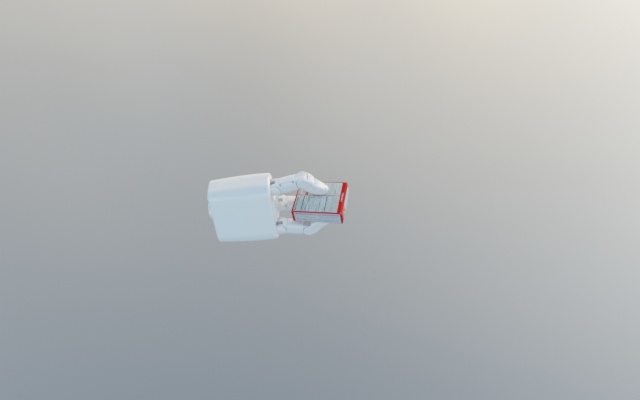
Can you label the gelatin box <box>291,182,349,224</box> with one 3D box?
[{"bbox_3d":[0.000,0.002,0.826,0.089,0.073,0.030,2,-42,13],"label":"gelatin box"}]
